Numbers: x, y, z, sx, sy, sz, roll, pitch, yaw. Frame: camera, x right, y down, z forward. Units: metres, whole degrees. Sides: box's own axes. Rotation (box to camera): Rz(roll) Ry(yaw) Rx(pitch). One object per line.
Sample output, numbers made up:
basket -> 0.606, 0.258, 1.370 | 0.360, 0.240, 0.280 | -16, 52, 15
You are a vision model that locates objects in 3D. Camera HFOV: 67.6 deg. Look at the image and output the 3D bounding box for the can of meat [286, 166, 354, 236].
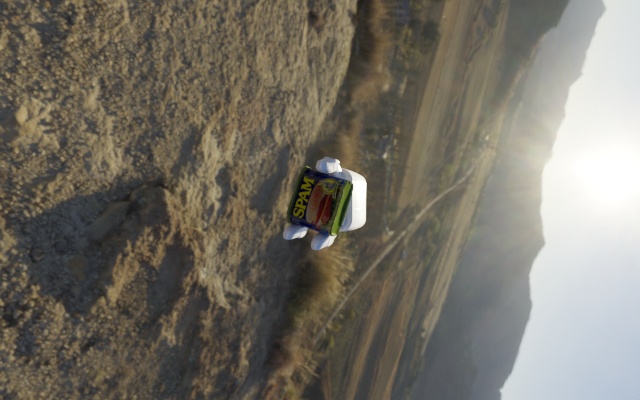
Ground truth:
can of meat -> 0.000, 0.003, 0.804 | 0.084, 0.102, 0.057 | 18, 1, 20
